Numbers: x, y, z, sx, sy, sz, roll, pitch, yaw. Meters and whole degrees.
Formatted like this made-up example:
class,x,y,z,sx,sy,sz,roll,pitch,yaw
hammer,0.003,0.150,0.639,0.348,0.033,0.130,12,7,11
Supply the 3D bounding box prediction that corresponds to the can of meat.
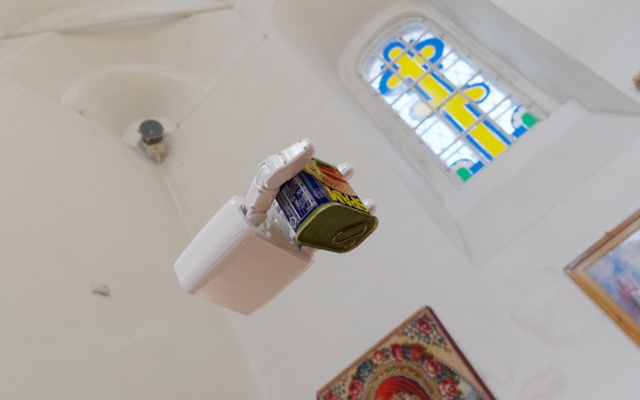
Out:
class,x,y,z,sx,sy,sz,roll,pitch,yaw
can of meat,0.000,0.001,0.494,0.057,0.084,0.102,-46,-35,19
